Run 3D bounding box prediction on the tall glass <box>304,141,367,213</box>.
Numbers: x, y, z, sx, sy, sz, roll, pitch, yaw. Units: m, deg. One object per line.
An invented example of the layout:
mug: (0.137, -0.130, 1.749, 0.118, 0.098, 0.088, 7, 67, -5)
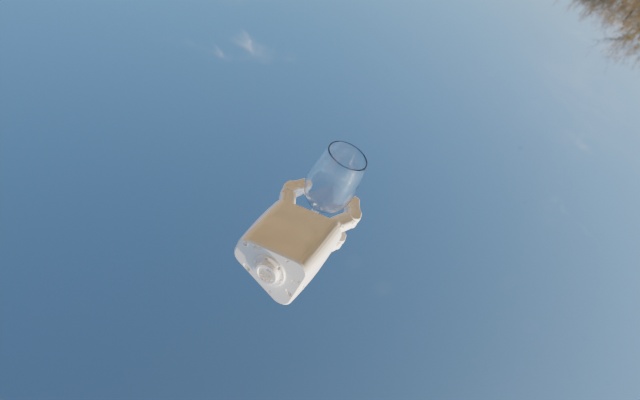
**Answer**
tall glass: (0.000, 0.003, 0.740, 0.079, 0.079, 0.201, 0, -42, -32)
